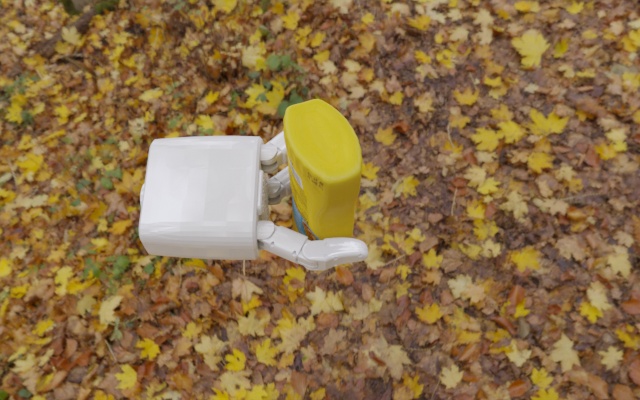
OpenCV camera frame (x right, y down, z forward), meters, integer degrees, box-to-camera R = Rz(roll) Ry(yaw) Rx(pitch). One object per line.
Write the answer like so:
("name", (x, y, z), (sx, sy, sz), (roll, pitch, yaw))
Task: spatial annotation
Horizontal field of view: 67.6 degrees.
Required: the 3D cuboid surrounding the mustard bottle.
("mustard bottle", (0.000, 0.001, 0.470), (0.058, 0.096, 0.192), (-20, -33, -14))
